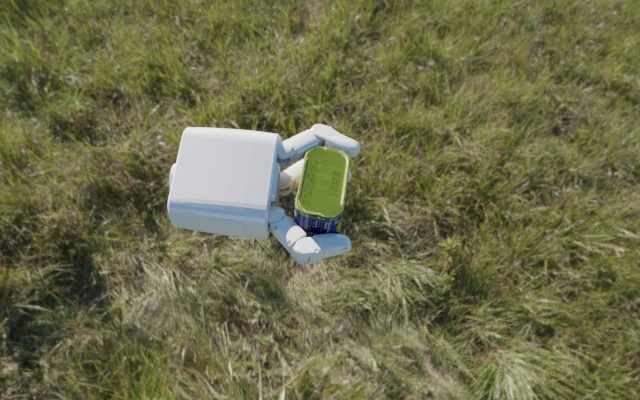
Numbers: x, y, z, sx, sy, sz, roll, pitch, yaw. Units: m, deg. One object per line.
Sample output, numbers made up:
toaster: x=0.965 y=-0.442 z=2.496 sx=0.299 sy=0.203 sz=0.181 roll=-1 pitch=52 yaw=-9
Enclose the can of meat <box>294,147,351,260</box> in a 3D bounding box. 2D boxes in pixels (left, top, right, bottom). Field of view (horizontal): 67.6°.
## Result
can of meat: x=0.000 y=0.002 z=0.540 sx=0.057 sy=0.102 sz=0.084 roll=9 pitch=-36 yaw=1
